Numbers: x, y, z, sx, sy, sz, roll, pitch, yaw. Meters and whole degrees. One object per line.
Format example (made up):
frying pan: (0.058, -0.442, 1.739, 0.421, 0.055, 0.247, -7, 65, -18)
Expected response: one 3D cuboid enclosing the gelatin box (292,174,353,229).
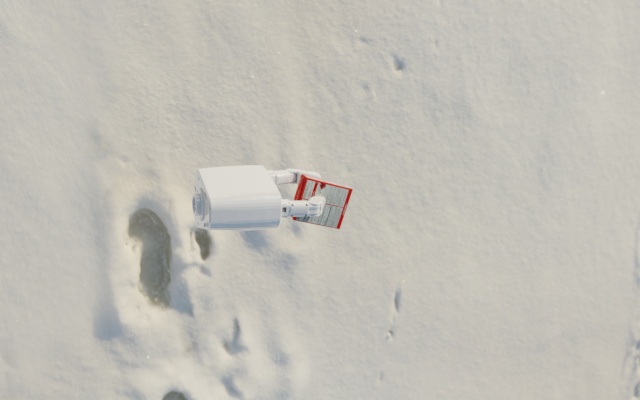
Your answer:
gelatin box: (0.001, 0.003, 0.787, 0.089, 0.073, 0.030, 13, 11, -25)
